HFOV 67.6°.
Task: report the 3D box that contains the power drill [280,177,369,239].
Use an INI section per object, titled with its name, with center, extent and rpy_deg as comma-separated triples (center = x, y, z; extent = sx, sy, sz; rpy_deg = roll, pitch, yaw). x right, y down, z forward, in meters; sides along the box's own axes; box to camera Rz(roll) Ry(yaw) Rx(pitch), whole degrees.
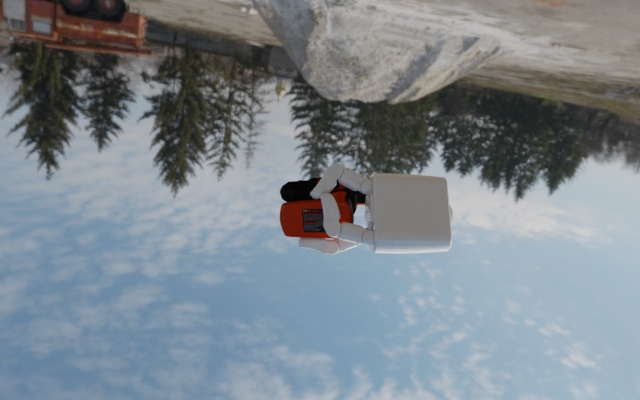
[power drill]
center = 0.000, 0.003, 0.762
extent = 0.184, 0.057, 0.187
rpy_deg = -2, 17, 16
